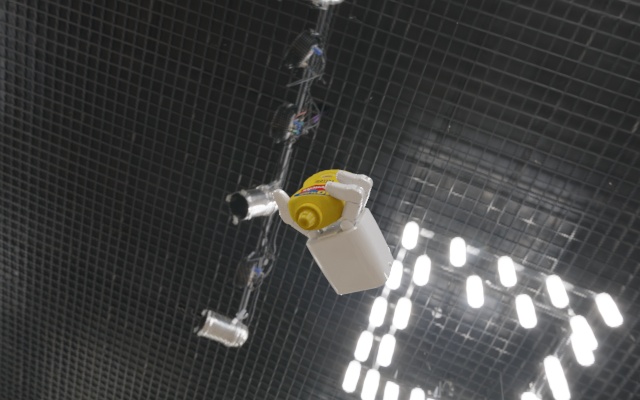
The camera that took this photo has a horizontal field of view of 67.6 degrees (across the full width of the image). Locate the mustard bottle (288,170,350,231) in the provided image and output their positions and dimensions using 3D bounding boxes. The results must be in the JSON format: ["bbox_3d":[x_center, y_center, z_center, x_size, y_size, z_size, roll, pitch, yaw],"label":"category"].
[{"bbox_3d":[0.000,0.002,0.780,0.096,0.058,0.191,0,20,16],"label":"mustard bottle"}]
